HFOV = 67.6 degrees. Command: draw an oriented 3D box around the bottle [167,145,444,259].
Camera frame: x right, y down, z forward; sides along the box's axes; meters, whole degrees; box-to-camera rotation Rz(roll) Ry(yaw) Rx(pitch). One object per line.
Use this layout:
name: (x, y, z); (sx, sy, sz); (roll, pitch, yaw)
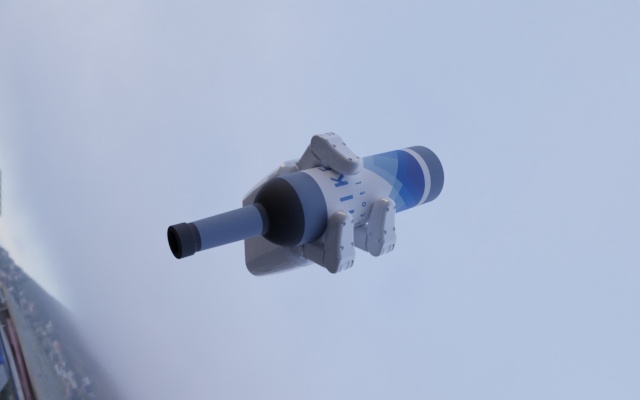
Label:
bottle: (0.000, 0.001, 0.459); (0.295, 0.069, 0.069); (-15, 9, -36)
